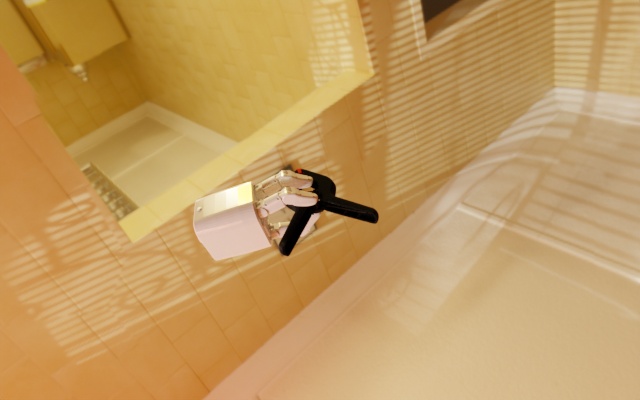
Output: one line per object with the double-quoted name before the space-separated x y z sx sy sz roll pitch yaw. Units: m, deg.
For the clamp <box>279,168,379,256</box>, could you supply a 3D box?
"clamp" 0.000 0.003 0.816 0.164 0.036 0.209 -15 35 -1
